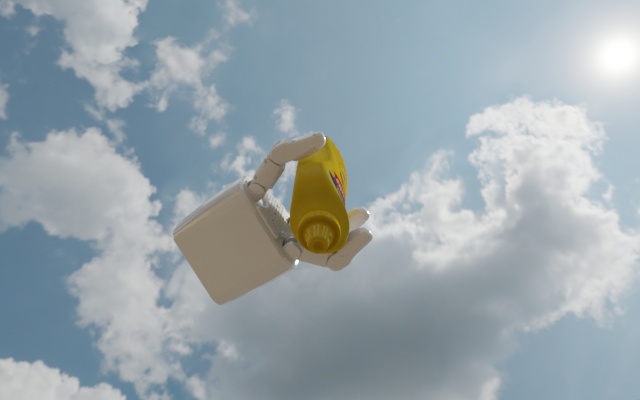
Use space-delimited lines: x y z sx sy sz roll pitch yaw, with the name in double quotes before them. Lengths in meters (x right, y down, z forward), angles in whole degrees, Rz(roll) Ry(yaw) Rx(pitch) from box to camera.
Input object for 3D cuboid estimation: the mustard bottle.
"mustard bottle" 0.000 0.001 0.512 0.058 0.096 0.191 -9 23 6
